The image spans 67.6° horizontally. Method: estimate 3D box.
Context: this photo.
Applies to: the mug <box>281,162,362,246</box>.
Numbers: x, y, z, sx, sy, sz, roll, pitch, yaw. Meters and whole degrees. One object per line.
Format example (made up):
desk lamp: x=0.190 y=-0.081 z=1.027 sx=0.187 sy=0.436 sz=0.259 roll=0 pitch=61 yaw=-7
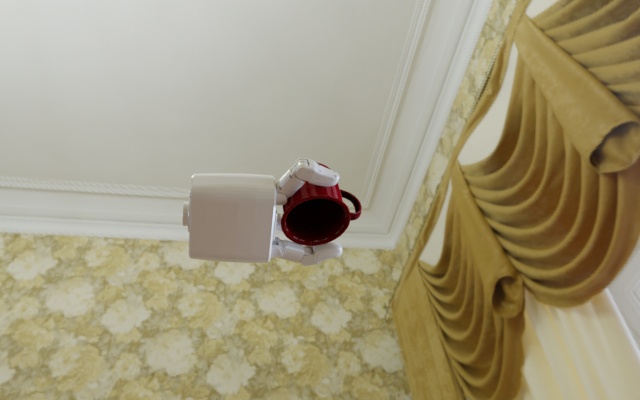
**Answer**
mug: x=0.001 y=0.002 z=0.659 sx=0.117 sy=0.093 sz=0.081 roll=3 pitch=41 yaw=-14
